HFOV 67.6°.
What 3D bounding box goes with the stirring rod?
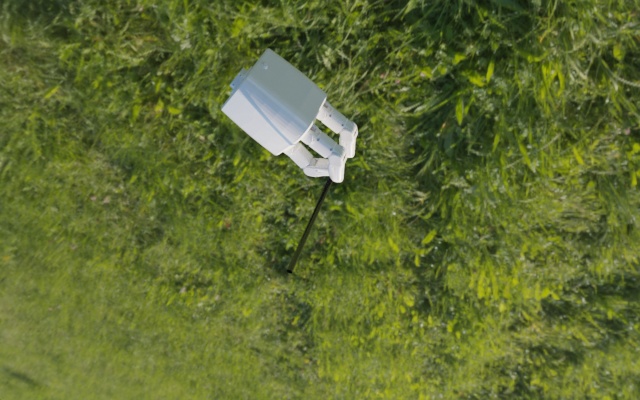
[{"bbox_3d":[0.000,0.002,0.664,0.011,0.239,0.011,14,-40,12],"label":"stirring rod"}]
